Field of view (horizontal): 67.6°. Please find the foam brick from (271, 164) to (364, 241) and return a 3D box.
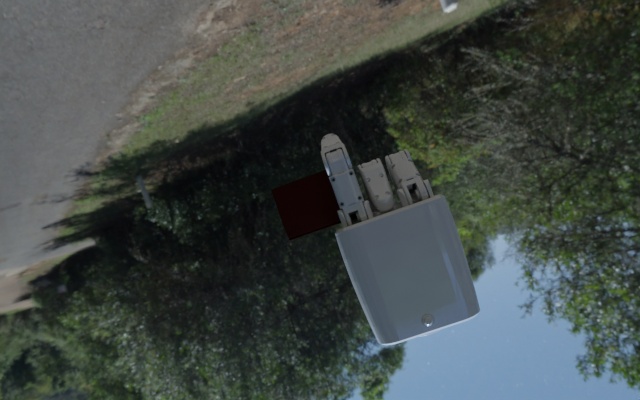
[{"bbox_3d":[0.000,0.001,0.453,0.078,0.051,0.053,-19,-1,4],"label":"foam brick"}]
